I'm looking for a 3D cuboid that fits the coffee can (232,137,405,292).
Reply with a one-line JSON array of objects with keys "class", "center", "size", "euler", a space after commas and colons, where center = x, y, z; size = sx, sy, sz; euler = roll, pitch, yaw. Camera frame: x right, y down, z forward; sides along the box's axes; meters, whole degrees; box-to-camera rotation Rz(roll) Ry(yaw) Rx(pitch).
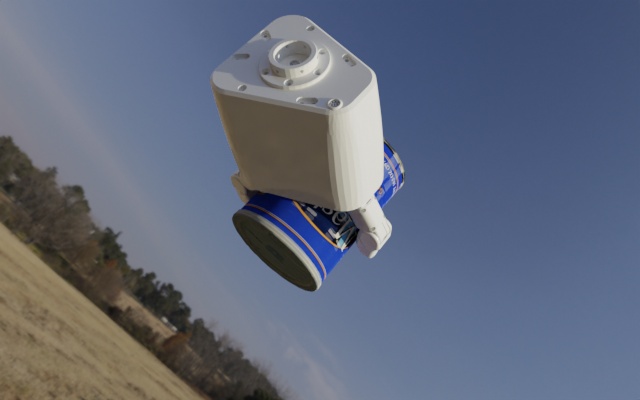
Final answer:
[{"class": "coffee can", "center": [0.000, 0.002, 0.462], "size": [0.140, 0.103, 0.103], "euler": [-48, 23, -23]}]
